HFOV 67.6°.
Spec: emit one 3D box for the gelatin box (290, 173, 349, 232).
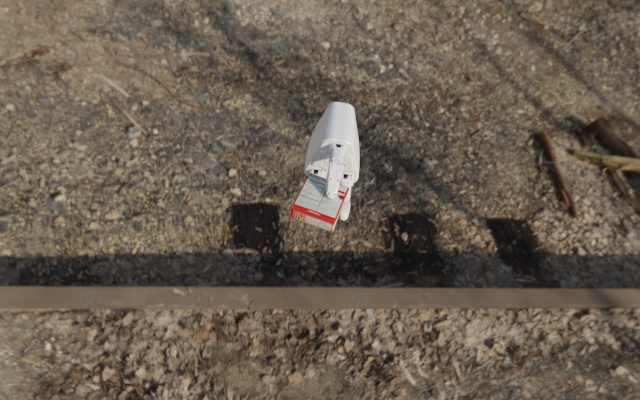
[{"bbox_3d":[0.000,0.002,0.783,0.073,0.030,0.089,20,46,5],"label":"gelatin box"}]
